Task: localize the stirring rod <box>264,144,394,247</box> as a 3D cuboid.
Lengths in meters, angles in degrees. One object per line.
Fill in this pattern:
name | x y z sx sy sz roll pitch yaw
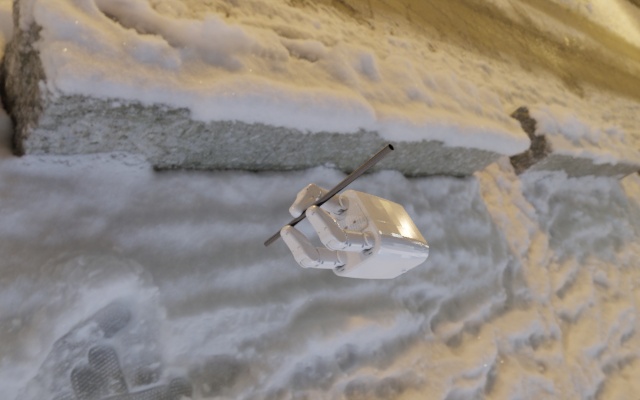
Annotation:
stirring rod | 0.000 0.002 0.574 0.011 0.011 0.240 0 -29 -44
